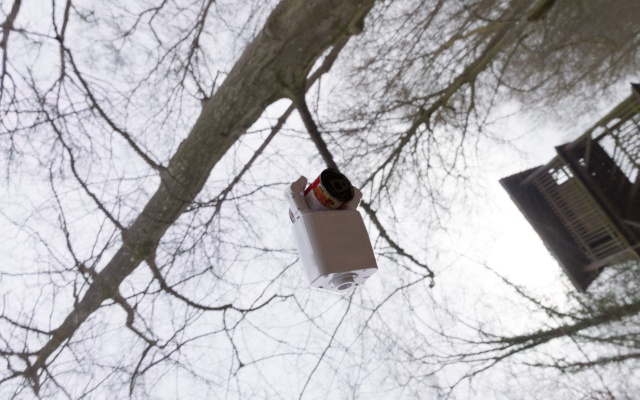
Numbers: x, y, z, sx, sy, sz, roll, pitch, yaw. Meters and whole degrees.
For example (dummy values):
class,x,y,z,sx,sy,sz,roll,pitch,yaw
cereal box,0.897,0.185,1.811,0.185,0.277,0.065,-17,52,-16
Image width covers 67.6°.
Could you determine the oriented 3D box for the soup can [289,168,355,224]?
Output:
class,x,y,z,sx,sy,sz,roll,pitch,yaw
soup can,0.000,0.002,0.801,0.068,0.068,0.102,0,-34,-42
